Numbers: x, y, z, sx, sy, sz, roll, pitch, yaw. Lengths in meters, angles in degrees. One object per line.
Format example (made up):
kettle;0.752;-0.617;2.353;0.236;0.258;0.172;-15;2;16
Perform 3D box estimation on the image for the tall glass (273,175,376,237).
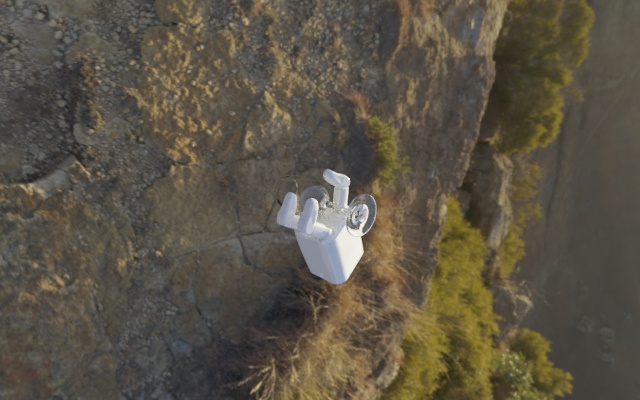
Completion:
tall glass;0.001;0.003;0.856;0.079;0.079;0.201;0;13;-45
